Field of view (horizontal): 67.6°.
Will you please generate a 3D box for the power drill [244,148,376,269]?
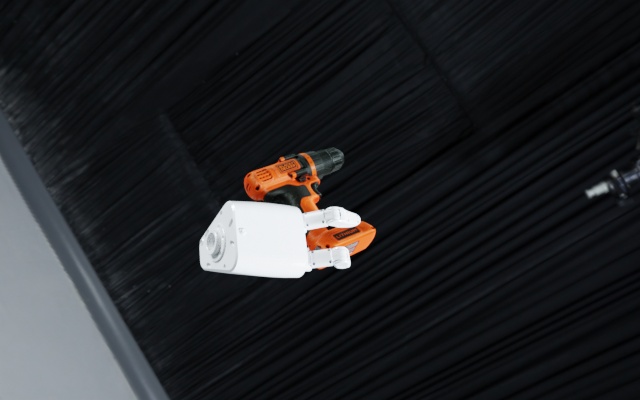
[{"bbox_3d":[0.000,0.003,0.742,0.184,0.187,0.057,-22,-30,-30],"label":"power drill"}]
